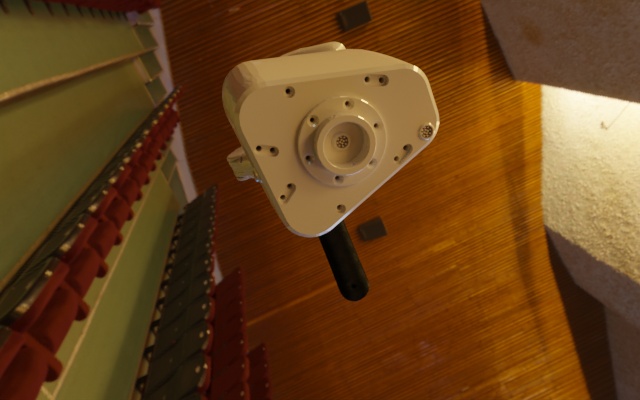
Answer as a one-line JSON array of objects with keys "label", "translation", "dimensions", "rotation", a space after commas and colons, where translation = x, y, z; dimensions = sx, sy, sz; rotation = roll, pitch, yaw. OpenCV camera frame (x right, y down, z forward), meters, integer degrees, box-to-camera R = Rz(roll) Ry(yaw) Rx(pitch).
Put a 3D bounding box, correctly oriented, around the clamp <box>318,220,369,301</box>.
[{"label": "clamp", "translation": [0.001, 0.001, 0.410], "dimensions": [0.039, 0.171, 0.120], "rotation": [-26, 23, -5]}]
